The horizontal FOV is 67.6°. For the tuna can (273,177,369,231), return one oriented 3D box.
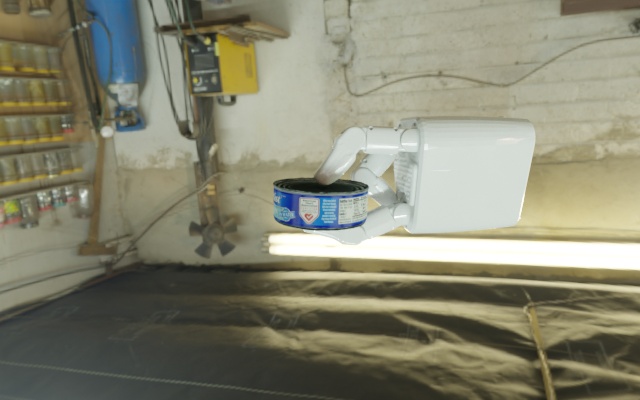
[{"bbox_3d":[0.000,0.002,0.430,0.086,0.034,0.086,2,11,0],"label":"tuna can"}]
